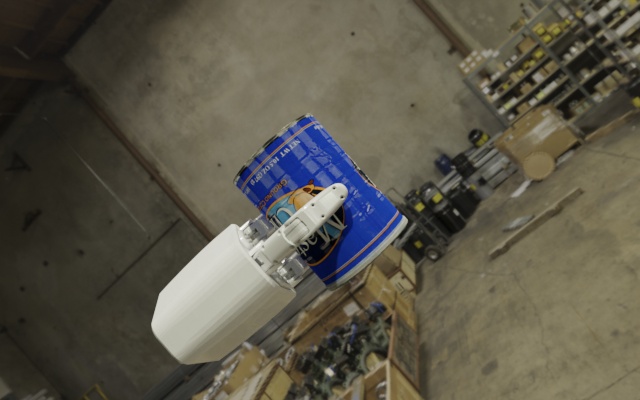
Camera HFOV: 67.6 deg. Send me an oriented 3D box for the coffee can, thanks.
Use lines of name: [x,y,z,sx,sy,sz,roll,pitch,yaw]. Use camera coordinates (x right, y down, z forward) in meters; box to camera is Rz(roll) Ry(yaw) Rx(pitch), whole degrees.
coffee can: [0.000,0.002,0.466,0.103,0.140,0.103,-42,-1,-1]
